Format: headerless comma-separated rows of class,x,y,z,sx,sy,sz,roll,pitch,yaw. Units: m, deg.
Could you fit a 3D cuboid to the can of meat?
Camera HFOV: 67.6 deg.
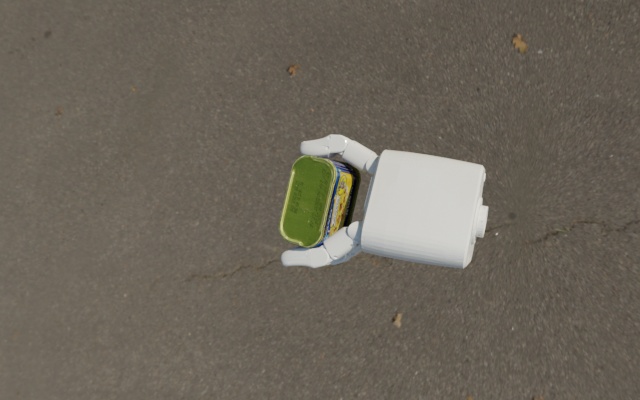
can of meat,0.000,0.002,0.538,0.057,0.102,0.084,14,4,21
